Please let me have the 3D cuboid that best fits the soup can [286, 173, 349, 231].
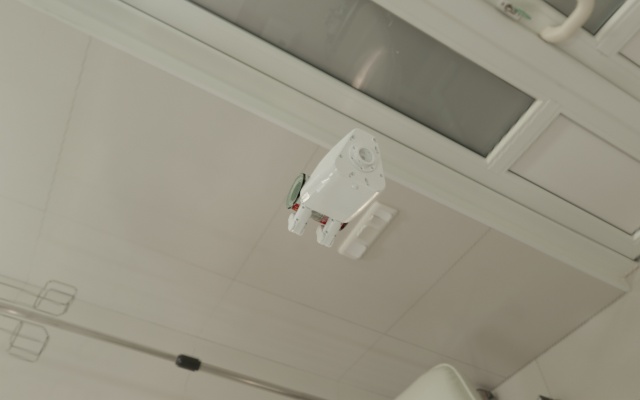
[{"bbox_3d":[0.000,0.003,0.820,0.102,0.068,0.068,24,-8,-17],"label":"soup can"}]
